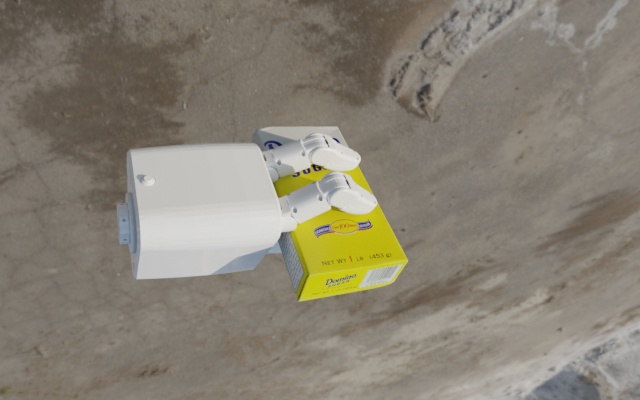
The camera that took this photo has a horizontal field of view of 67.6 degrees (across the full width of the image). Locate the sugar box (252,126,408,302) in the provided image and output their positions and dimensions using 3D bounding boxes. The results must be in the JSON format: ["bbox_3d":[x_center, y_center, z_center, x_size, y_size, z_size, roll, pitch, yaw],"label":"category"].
[{"bbox_3d":[0.000,0.001,0.441,0.093,0.176,0.048,-5,-38,-24],"label":"sugar box"}]
